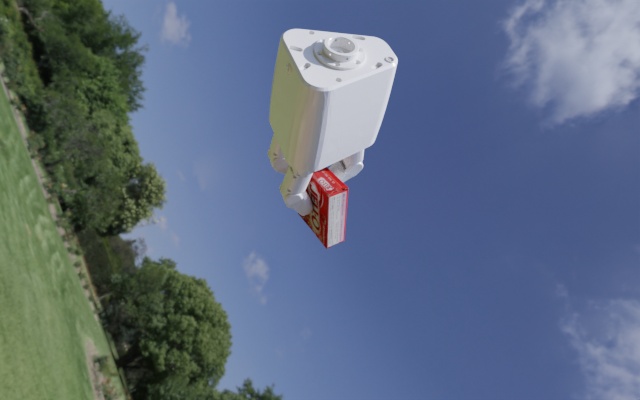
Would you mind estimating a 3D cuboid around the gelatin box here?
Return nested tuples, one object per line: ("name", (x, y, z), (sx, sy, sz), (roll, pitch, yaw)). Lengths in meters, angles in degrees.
("gelatin box", (0.000, 0.002, 0.578), (0.030, 0.089, 0.073), (-21, 46, -23))
